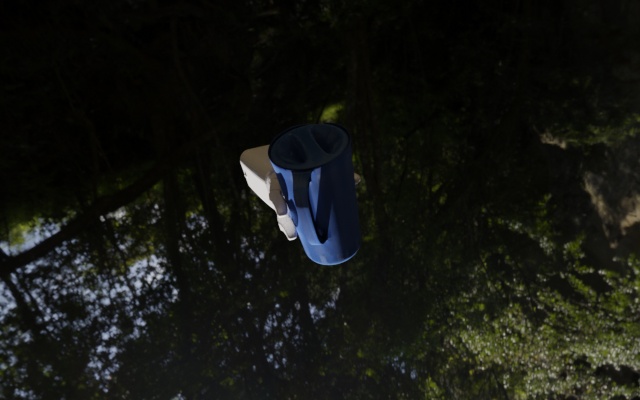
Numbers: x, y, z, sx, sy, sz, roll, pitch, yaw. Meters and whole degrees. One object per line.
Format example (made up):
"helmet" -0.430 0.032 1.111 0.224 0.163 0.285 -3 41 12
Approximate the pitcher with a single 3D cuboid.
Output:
"pitcher" 0.000 0.003 0.818 0.149 0.243 0.145 -33 43 -22
